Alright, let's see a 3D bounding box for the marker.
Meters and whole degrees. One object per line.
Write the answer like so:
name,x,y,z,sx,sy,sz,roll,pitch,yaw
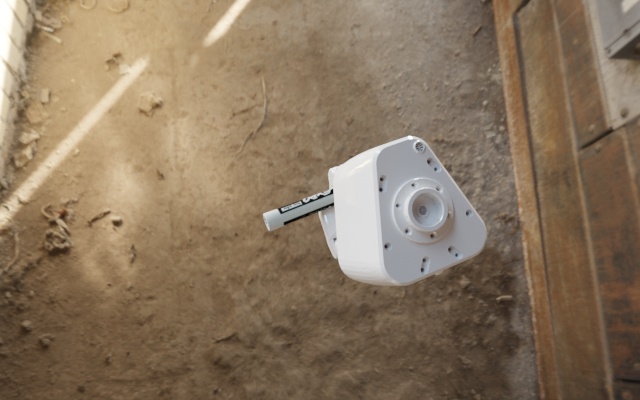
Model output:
marker,0.000,0.002,0.496,0.121,0.020,0.020,-21,5,-14
